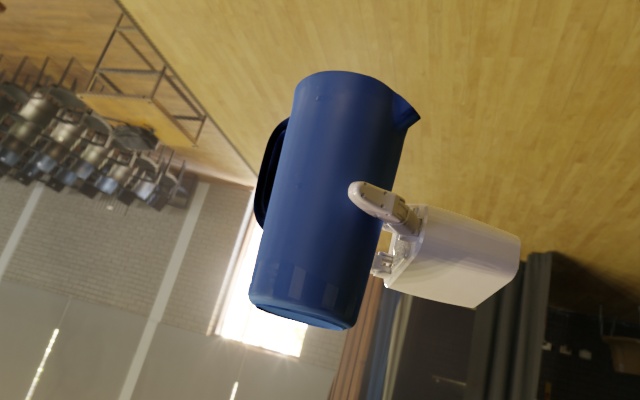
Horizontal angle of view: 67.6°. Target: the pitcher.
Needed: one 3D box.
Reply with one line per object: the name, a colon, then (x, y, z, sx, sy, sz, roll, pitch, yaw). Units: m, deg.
pitcher: (0.000, 0.002, 0.499, 0.145, 0.242, 0.149, 17, -19, -7)
